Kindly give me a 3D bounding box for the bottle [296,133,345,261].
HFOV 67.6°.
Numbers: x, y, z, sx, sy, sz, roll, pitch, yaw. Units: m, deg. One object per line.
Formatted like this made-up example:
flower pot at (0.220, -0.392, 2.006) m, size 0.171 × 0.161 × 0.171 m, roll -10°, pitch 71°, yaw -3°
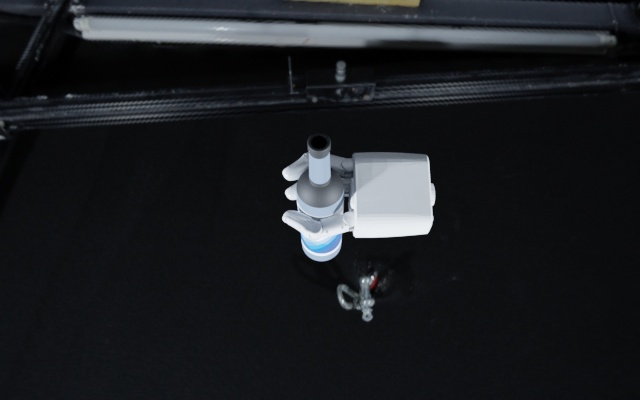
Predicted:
bottle at (0.000, 0.002, 0.684) m, size 0.069 × 0.069 × 0.296 m, roll 0°, pitch -29°, yaw 1°
